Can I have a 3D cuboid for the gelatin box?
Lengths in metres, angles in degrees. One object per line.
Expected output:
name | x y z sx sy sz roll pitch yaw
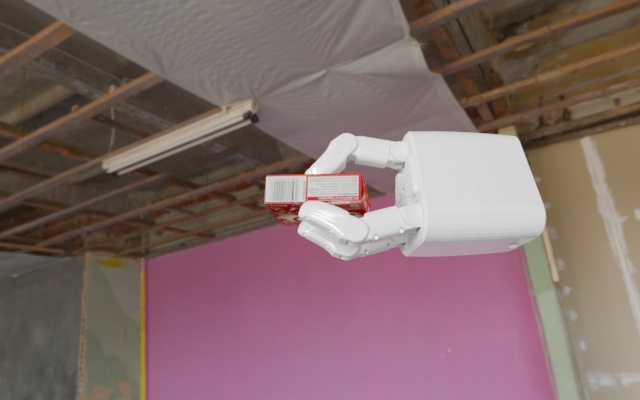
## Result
gelatin box | 0.000 0.001 0.444 0.089 0.030 0.073 -1 -18 10
